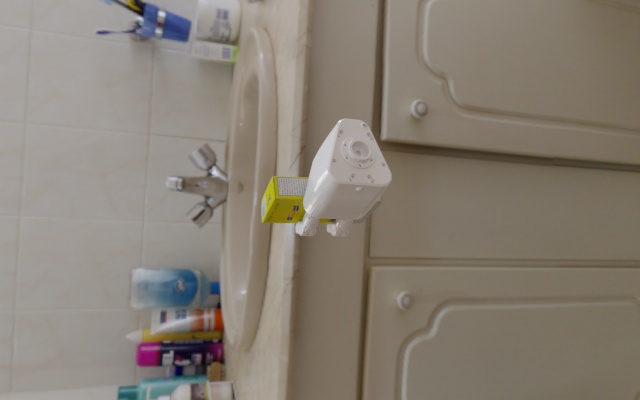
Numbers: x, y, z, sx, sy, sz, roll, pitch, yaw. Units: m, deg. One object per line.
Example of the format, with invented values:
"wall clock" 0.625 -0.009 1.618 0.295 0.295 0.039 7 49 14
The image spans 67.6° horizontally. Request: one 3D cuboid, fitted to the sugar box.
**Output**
"sugar box" 0.000 0.003 0.763 0.176 0.048 0.093 3 -27 -18
